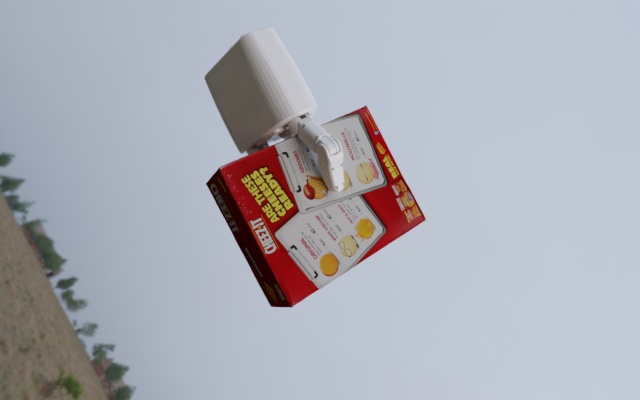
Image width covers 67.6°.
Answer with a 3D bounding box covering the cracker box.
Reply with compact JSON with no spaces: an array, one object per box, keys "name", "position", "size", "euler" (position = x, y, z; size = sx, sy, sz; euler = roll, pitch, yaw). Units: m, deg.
[{"name":"cracker box","position":[0.000,0.002,0.565],"size":[0.213,0.164,0.072],"euler":[-28,1,-30]}]
